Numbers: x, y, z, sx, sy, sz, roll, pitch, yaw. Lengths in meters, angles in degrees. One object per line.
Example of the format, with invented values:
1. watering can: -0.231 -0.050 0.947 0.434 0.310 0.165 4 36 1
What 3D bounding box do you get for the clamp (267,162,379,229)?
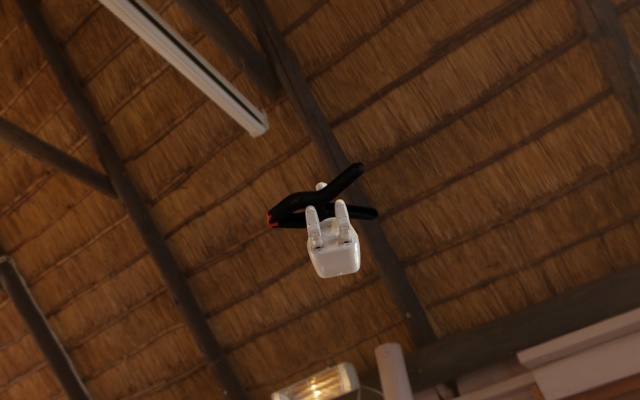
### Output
1. clamp: 0.000 0.002 0.879 0.210 0.036 0.165 -12 -38 1
